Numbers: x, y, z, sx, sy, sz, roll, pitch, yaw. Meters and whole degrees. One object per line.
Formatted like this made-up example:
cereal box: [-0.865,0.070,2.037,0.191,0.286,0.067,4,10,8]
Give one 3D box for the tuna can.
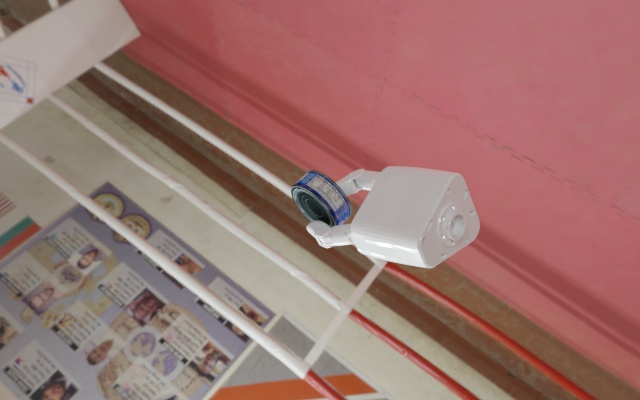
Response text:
tuna can: [0.000,0.002,0.652,0.033,0.086,0.086,-44,20,-23]
